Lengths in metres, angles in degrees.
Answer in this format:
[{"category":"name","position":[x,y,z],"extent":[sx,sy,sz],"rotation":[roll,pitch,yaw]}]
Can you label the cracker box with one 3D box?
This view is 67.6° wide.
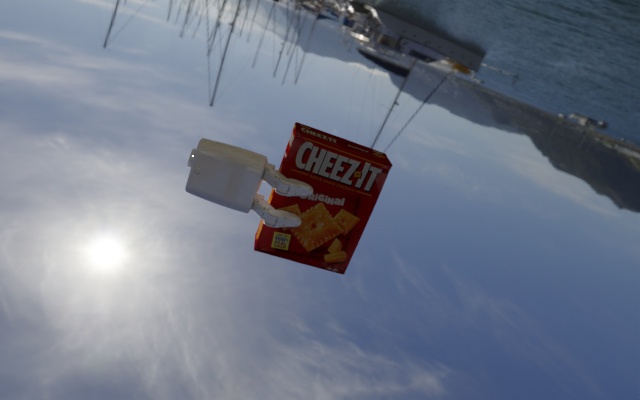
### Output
[{"category":"cracker box","position":[0.000,0.003,0.787],"extent":[0.164,0.214,0.072],"rotation":[18,20,-12]}]
